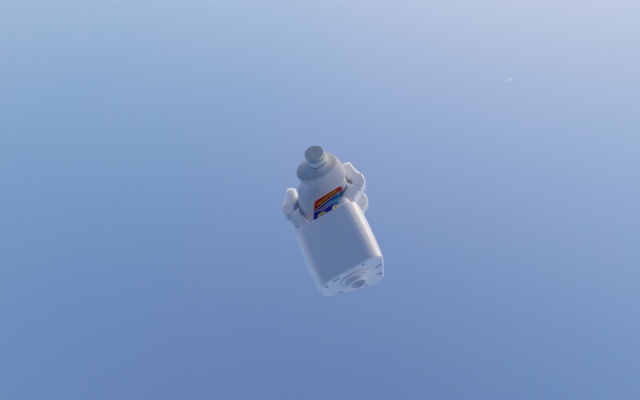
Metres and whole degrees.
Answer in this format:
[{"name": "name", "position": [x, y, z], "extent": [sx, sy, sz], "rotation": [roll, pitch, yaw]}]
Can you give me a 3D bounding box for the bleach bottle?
[{"name": "bleach bottle", "position": [0.000, 0.003, 0.813], "extent": [0.102, 0.068, 0.251], "rotation": [-21, -35, -5]}]
